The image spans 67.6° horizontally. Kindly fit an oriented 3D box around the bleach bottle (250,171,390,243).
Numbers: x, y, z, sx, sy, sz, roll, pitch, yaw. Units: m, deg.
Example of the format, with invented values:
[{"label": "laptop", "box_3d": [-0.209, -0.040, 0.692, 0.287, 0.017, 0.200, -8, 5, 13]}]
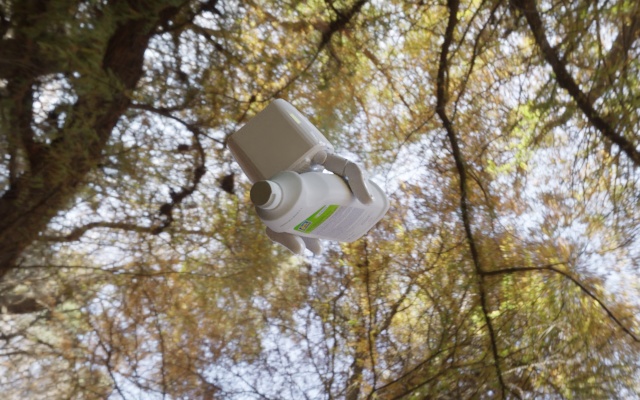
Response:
[{"label": "bleach bottle", "box_3d": [0.000, 0.002, 0.616, 0.102, 0.068, 0.251, -46, -25, 15]}]
